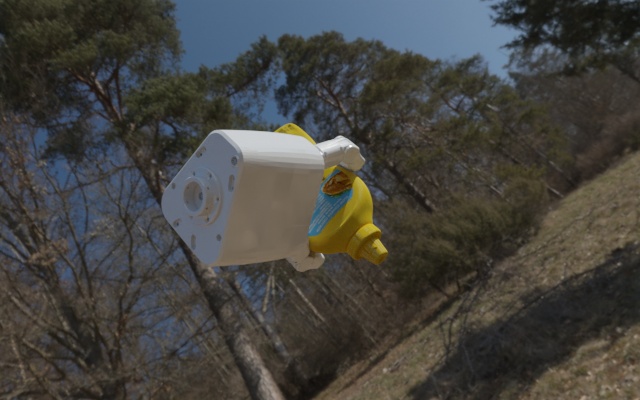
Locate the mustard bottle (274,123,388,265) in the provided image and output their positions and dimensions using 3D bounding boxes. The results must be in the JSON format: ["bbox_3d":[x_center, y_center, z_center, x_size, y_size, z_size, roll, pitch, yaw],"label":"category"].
[{"bbox_3d":[0.000,0.002,0.530,0.191,0.096,0.058,42,1,28],"label":"mustard bottle"}]
